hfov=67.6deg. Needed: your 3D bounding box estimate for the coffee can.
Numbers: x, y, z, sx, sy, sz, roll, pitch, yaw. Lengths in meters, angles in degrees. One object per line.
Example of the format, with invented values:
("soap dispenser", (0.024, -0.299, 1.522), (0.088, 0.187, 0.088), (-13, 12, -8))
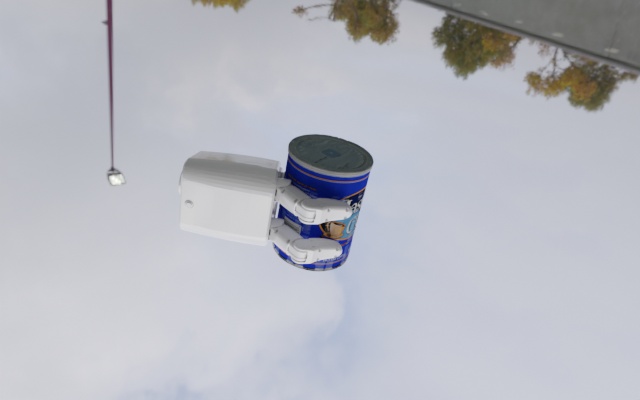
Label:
("coffee can", (0.000, 0.002, 0.597), (0.103, 0.140, 0.102), (9, 29, -5))
